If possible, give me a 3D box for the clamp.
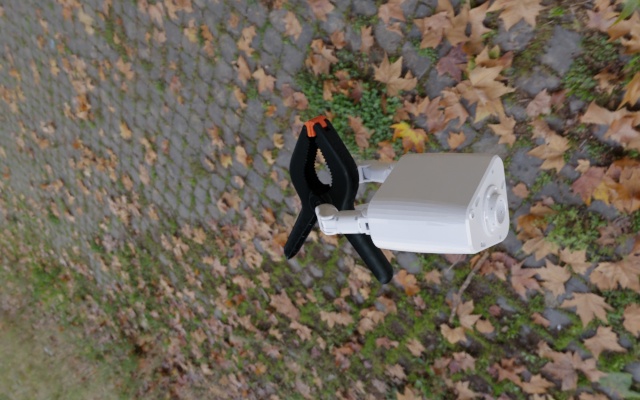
[{"bbox_3d":[0.000,0.002,0.592,0.164,0.210,0.036,1,23,37],"label":"clamp"}]
